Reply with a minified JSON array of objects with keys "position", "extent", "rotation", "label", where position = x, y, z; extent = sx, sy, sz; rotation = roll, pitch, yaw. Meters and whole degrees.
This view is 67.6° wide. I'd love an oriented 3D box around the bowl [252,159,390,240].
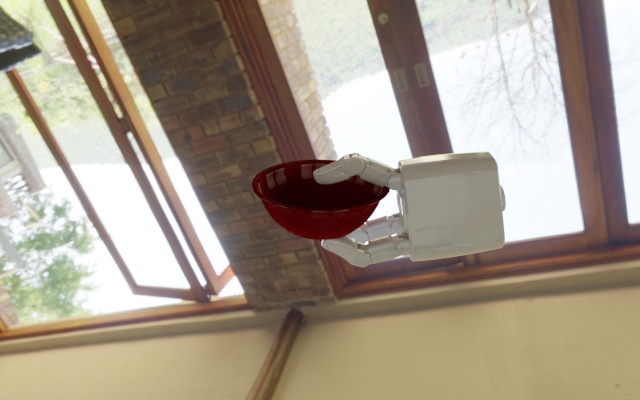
[{"position":[-0.001,0.002,0.569],"extent":[0.162,0.055,0.162],"rotation":[1,24,-1],"label":"bowl"}]
